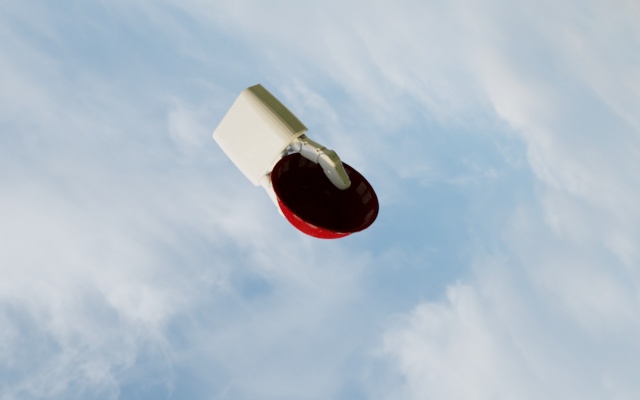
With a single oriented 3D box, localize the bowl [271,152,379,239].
[{"bbox_3d":[0.001,0.003,0.684,0.162,0.162,0.055,0,-44,-28],"label":"bowl"}]
